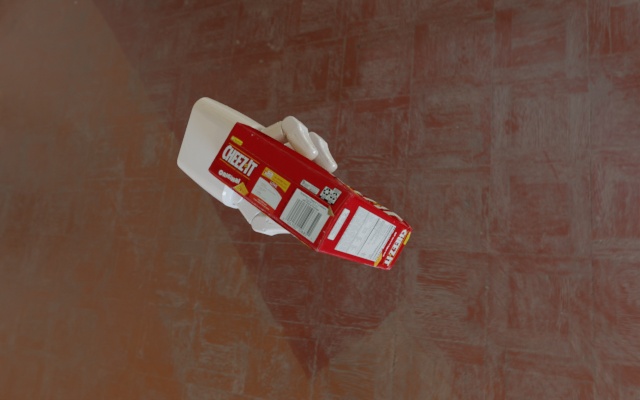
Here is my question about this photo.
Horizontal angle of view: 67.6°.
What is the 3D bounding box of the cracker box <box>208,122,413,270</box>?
[{"bbox_3d":[0.000,0.002,0.559,0.164,0.072,0.214,33,4,29],"label":"cracker box"}]
